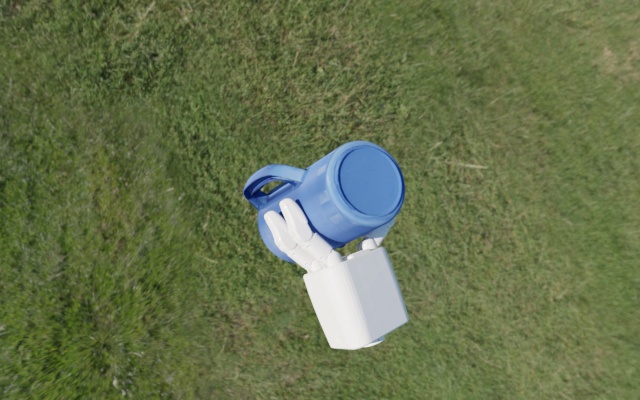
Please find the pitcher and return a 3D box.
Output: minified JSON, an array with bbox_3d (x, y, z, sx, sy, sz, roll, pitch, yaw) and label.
[{"bbox_3d":[0.000,0.002,0.663,0.149,0.145,0.243,-16,-7,-27],"label":"pitcher"}]
